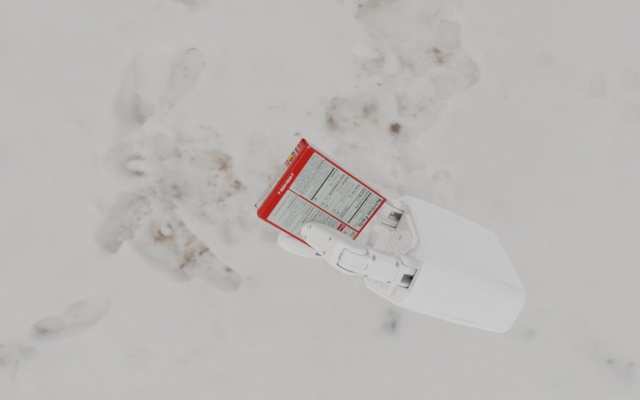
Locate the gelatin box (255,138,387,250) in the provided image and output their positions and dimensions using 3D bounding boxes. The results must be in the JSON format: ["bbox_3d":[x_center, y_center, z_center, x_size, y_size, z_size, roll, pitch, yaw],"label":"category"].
[{"bbox_3d":[0.000,0.001,0.412,0.089,0.073,0.030,32,11,-23],"label":"gelatin box"}]
